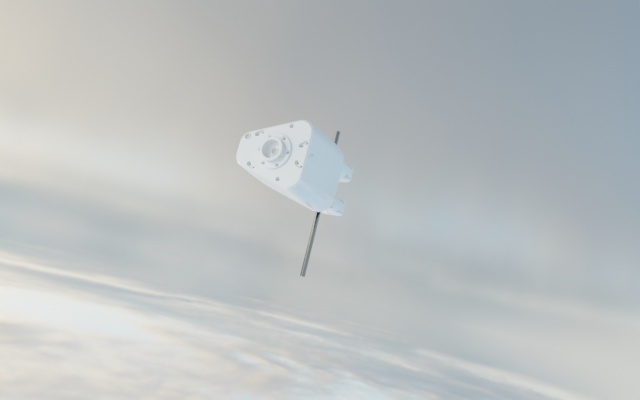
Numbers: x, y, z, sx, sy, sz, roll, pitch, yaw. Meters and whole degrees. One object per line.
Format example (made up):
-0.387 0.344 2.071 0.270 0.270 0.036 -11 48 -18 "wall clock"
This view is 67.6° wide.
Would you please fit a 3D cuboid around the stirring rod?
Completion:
0.000 0.002 0.759 0.011 0.239 0.011 13 -10 2 "stirring rod"
